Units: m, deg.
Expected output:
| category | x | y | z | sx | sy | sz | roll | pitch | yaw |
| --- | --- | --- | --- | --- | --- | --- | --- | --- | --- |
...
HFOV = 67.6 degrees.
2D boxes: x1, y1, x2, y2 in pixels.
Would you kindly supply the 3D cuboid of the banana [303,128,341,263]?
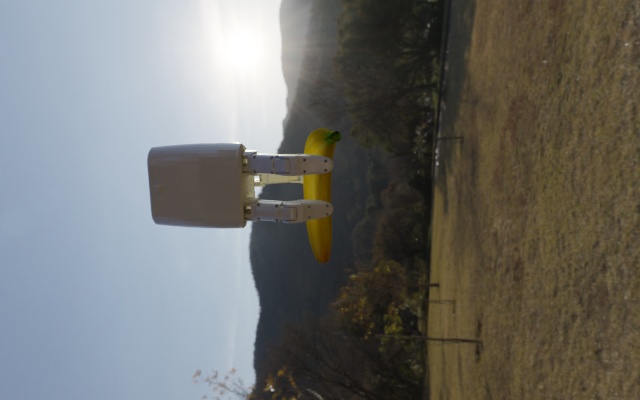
| category | x | y | z | sx | sy | sz | roll | pitch | yaw |
| --- | --- | --- | --- | --- | --- | --- | --- | --- | --- |
| banana | -0.002 | -0.012 | 0.590 | 0.037 | 0.198 | 0.069 | -3 | 38 | -6 |
